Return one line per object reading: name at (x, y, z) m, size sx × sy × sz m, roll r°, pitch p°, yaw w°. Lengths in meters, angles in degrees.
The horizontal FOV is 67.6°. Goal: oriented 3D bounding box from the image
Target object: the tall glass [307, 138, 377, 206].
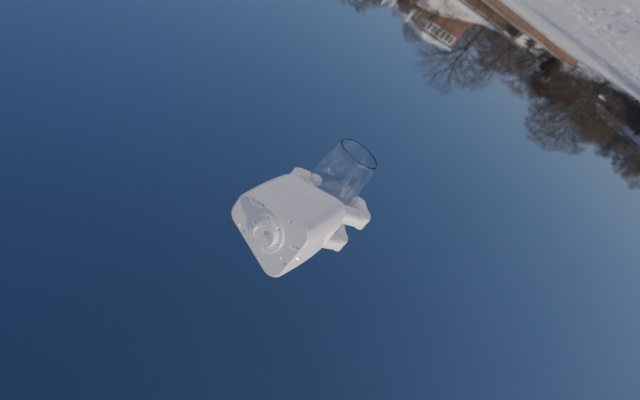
tall glass at (0.000, 0.003, 0.712) m, size 0.079 × 0.079 × 0.201 m, roll 0°, pitch -44°, yaw -50°
